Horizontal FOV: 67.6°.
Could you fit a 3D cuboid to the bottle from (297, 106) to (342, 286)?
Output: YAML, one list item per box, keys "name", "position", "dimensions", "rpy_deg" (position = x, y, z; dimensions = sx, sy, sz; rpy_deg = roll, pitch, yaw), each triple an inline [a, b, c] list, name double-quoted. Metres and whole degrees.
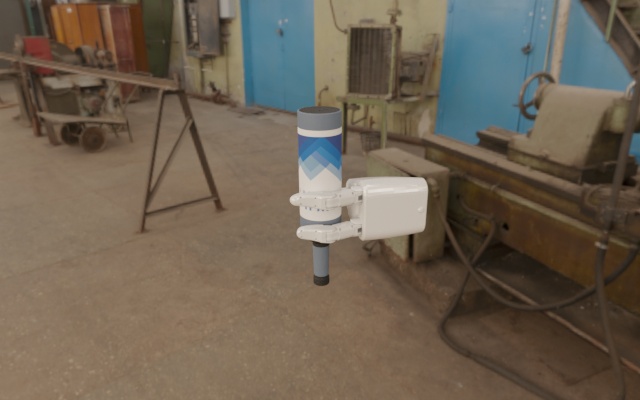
- name: "bottle"
  position: [0.000, 0.002, 0.763]
  dimensions: [0.069, 0.296, 0.069]
  rpy_deg: [-1, 21, 0]
